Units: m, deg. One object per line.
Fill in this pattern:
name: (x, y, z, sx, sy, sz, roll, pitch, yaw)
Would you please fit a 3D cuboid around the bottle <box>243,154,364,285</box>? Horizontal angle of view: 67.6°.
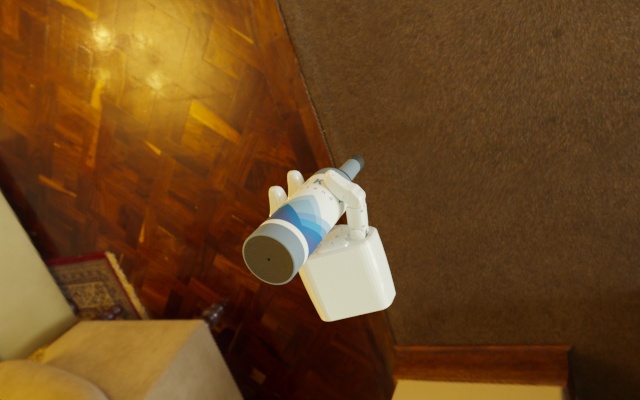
bottle: (0.000, 0.002, 0.643, 0.069, 0.069, 0.295, 0, 25, 26)
